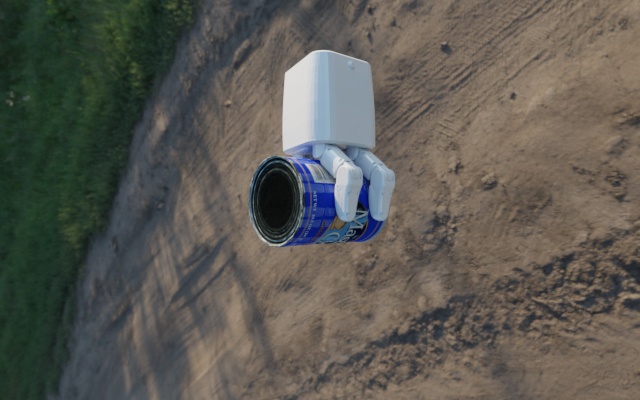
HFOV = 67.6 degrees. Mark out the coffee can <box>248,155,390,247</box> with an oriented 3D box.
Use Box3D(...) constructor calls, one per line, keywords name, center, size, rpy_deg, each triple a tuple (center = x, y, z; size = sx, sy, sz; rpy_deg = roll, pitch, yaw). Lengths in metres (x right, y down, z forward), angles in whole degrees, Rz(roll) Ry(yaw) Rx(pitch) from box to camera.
Box3D(name="coffee can", center=(0.000, 0.002, 0.575), size=(0.140, 0.103, 0.103), rpy_deg=(1, -1, -42))
